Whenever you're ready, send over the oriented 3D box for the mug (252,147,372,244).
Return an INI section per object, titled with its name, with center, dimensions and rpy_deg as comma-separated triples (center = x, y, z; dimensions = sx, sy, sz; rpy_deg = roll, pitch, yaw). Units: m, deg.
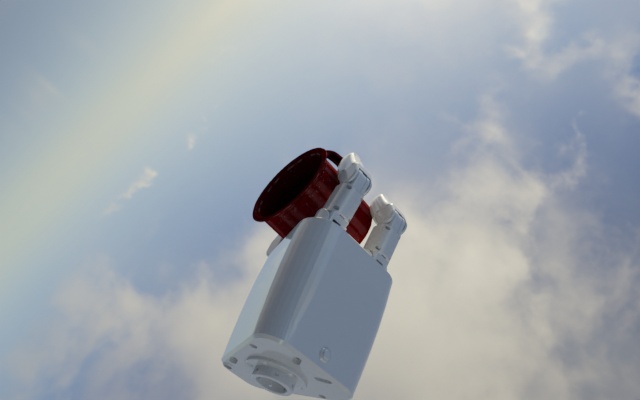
[mug]
center = 0.001, 0.001, 0.469
dimensions = 0.093, 0.117, 0.081
rpy_deg = -21, -58, 44
